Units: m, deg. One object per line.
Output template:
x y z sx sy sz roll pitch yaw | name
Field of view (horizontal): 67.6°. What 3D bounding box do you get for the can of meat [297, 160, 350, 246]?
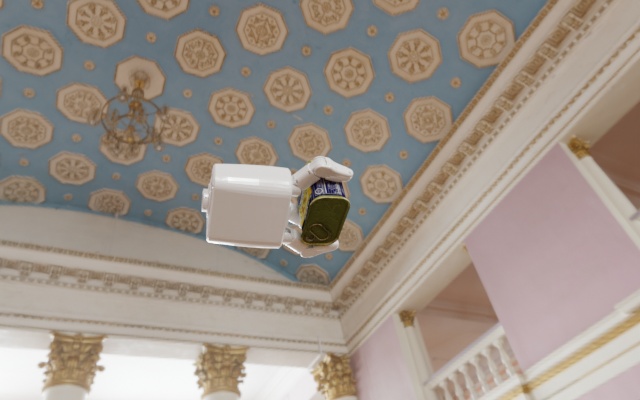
0.000 0.002 0.701 0.057 0.083 0.102 2 -45 -15 | can of meat
